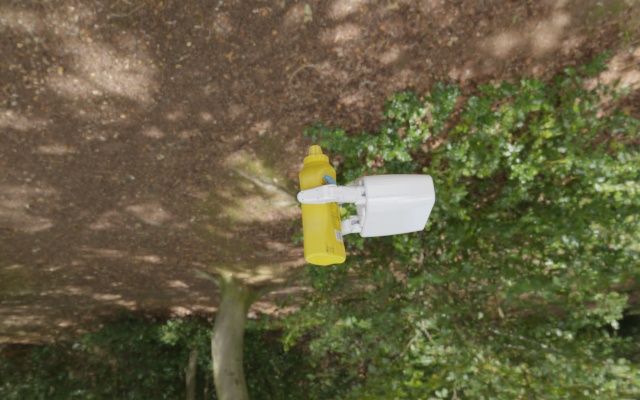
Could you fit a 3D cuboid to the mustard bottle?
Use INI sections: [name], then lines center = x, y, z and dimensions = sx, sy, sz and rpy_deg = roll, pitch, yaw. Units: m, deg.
[mustard bottle]
center = 0.000, 0.003, 0.762
dimensions = 0.058, 0.191, 0.096
rpy_deg = -11, -17, 19
